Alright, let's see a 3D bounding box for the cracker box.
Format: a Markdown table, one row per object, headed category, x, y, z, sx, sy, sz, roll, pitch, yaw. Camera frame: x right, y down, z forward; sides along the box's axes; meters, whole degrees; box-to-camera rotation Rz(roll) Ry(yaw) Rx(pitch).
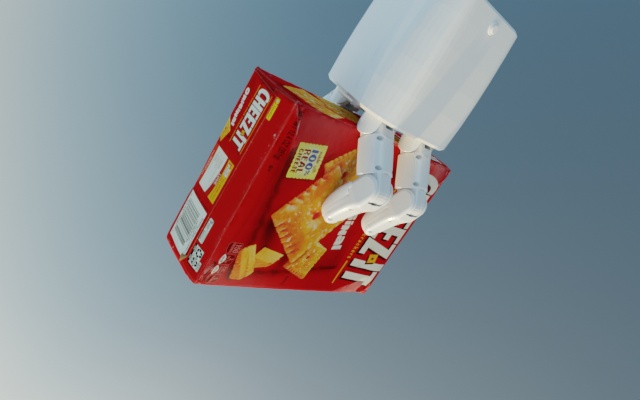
| category | x | y | z | sx | sy | sz | roll | pitch | yaw |
| --- | --- | --- | --- | --- | --- | --- | --- | --- | --- |
| cracker box | 0.000 | 0.001 | 0.427 | 0.214 | 0.164 | 0.072 | 14 | 25 | -45 |
